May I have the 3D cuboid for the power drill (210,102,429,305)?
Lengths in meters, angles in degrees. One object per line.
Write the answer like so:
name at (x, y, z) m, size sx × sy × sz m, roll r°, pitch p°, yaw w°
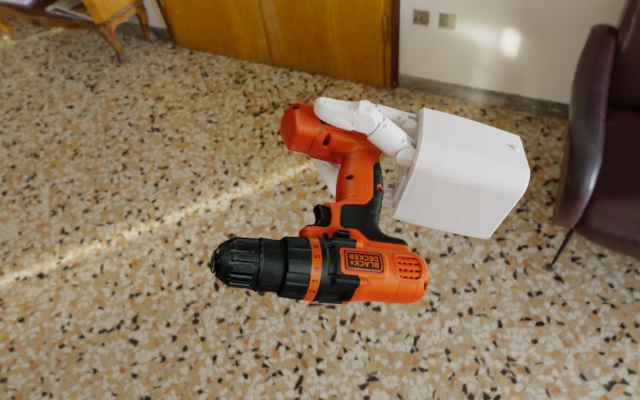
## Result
power drill at (0.000, 0.001, 0.433) m, size 0.184 × 0.187 × 0.057 m, roll 9°, pitch -32°, yaw -18°
